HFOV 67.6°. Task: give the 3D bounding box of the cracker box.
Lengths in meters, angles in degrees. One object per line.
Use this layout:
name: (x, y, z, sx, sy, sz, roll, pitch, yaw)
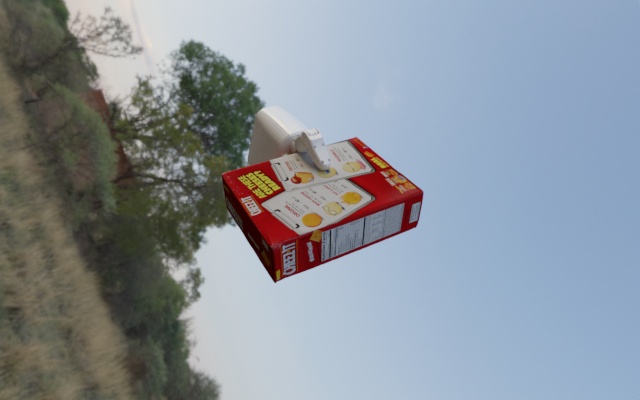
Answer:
cracker box: (0.000, 0.002, 0.635, 0.213, 0.072, 0.164, -19, 41, -22)
